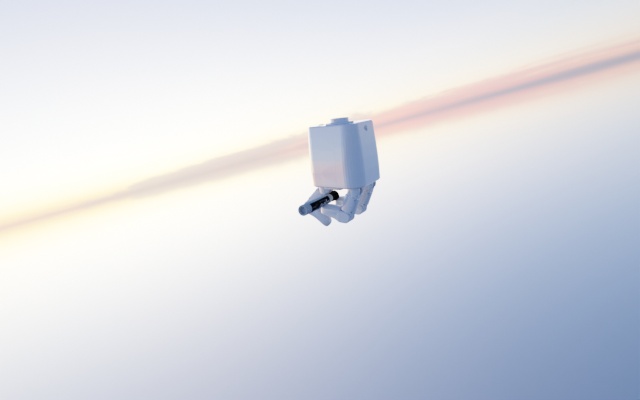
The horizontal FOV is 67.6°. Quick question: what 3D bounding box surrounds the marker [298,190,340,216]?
[{"bbox_3d":[0.000,0.003,0.823,0.020,0.020,0.121,0,13,30],"label":"marker"}]
